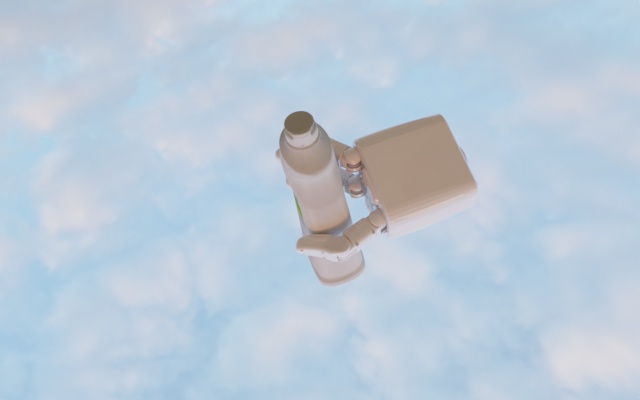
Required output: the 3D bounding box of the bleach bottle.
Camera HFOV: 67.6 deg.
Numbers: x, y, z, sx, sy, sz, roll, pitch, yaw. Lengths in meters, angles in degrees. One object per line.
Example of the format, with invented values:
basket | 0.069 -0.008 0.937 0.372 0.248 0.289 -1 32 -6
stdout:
bleach bottle | 0.000 0.002 0.533 0.068 0.102 0.251 -21 -33 -5
